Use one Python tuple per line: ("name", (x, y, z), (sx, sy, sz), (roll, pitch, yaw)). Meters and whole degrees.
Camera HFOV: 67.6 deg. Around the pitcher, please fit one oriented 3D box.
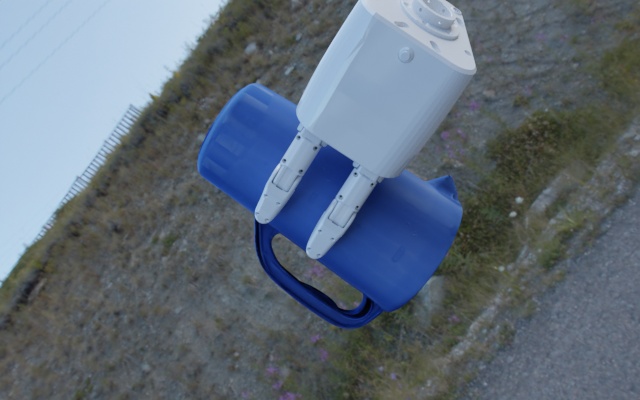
("pitcher", (0.000, 0.001, 0.475), (0.243, 0.149, 0.145), (33, -46, -2))
